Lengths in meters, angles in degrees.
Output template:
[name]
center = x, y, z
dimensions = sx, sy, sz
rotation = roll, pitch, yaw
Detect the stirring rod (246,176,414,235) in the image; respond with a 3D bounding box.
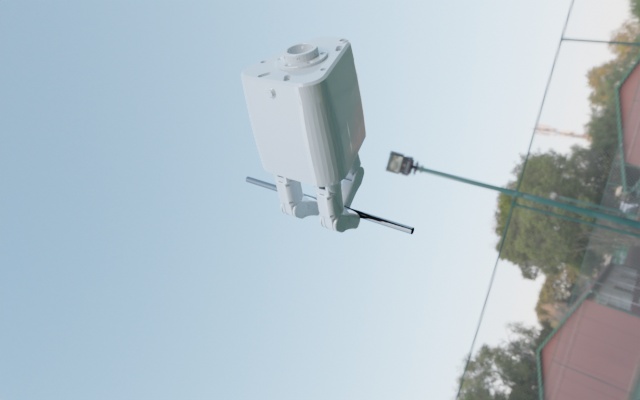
[stirring rod]
center = 0.000, 0.002, 0.564
dimensions = 0.239, 0.011, 0.011
rotation = 17, 10, 33
